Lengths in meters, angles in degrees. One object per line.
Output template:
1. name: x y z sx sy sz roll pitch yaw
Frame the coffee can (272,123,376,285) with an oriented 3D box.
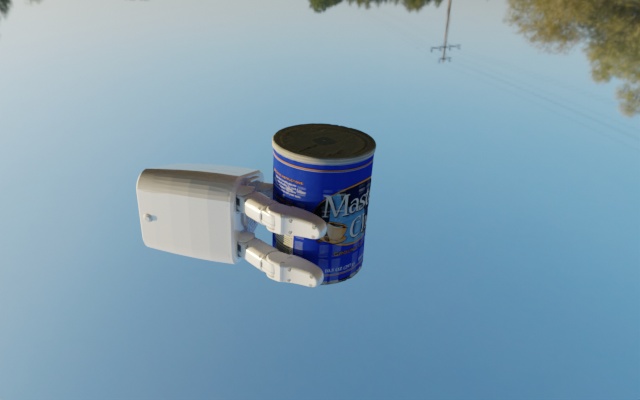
1. coffee can: 0.000 0.002 0.502 0.103 0.140 0.102 3 27 -1
